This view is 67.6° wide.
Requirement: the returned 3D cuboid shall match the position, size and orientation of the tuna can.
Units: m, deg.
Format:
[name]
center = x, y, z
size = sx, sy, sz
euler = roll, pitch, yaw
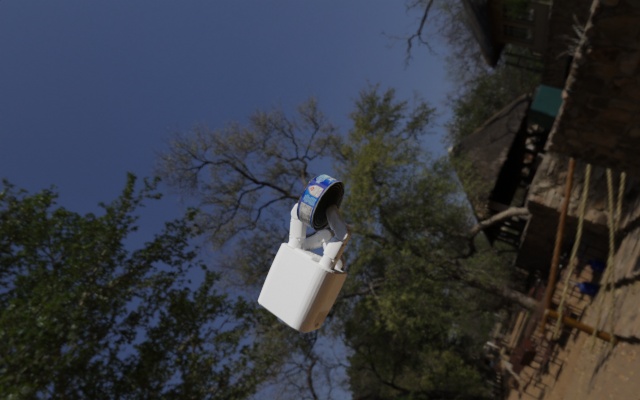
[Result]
[tuna can]
center = 0.000, 0.002, 0.749
size = 0.033, 0.086, 0.086
euler = 28, 12, 23
